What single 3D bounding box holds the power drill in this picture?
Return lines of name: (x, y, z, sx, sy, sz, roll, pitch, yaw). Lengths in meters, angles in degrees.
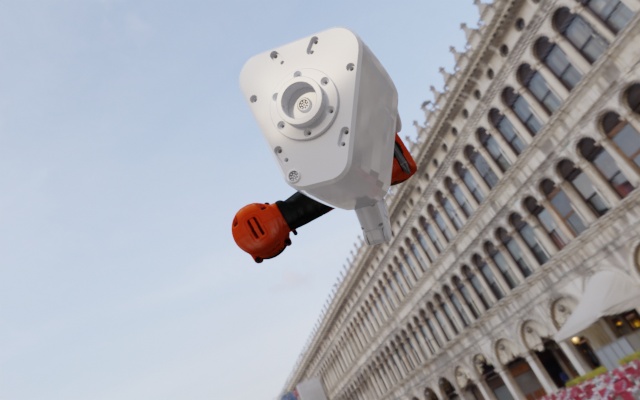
power drill: (0.000, 0.001, 0.500, 0.187, 0.057, 0.184, -32, -3, -5)
